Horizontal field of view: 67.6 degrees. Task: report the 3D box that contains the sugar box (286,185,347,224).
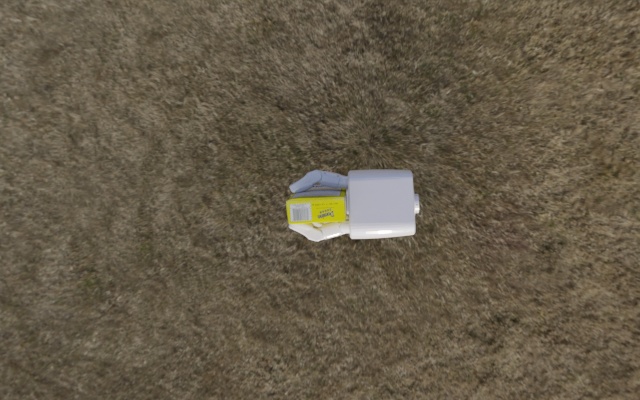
[{"bbox_3d":[0.000,0.003,0.826,0.093,0.048,0.176,-2,6,6],"label":"sugar box"}]
